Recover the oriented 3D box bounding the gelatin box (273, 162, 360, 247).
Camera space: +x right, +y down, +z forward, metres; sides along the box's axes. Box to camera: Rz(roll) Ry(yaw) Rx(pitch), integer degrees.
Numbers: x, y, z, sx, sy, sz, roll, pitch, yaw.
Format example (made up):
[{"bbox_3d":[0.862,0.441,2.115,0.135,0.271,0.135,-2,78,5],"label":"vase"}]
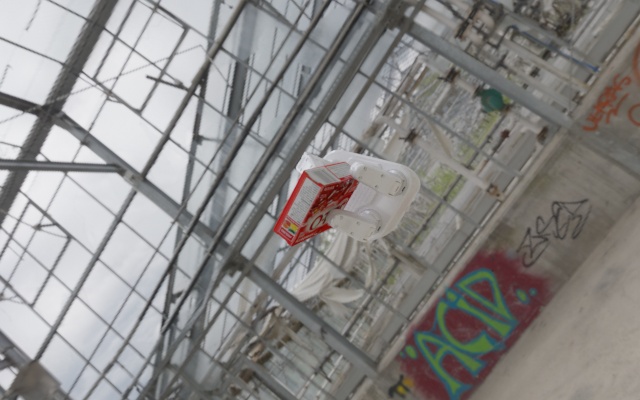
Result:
[{"bbox_3d":[0.000,0.001,0.484,0.030,0.073,0.089,38,26,19],"label":"gelatin box"}]
